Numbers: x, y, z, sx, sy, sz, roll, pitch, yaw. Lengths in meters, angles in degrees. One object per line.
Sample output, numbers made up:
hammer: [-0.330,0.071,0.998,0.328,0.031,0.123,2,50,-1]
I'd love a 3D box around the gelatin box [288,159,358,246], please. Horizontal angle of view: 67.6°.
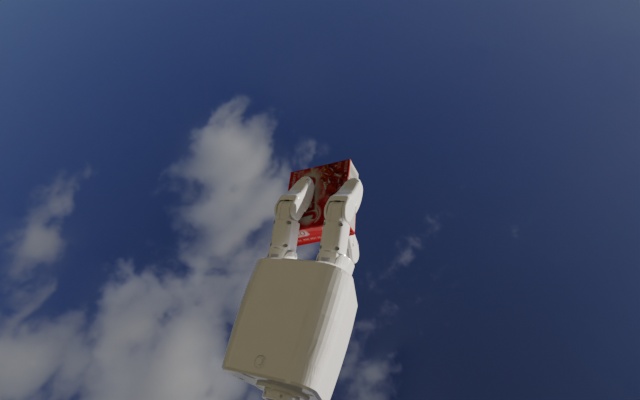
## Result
gelatin box: [0.000,0.002,0.510,0.073,0.089,0.030,-11,-43,21]
